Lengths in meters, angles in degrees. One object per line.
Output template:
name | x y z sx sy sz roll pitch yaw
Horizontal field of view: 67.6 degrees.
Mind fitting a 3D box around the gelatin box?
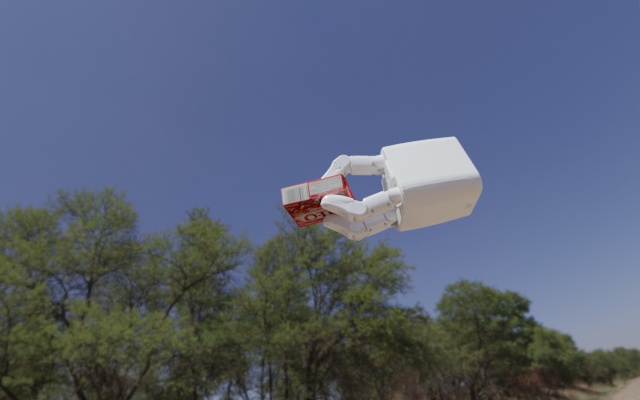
gelatin box | 0.000 0.002 0.651 0.089 0.030 0.073 -13 -29 10
